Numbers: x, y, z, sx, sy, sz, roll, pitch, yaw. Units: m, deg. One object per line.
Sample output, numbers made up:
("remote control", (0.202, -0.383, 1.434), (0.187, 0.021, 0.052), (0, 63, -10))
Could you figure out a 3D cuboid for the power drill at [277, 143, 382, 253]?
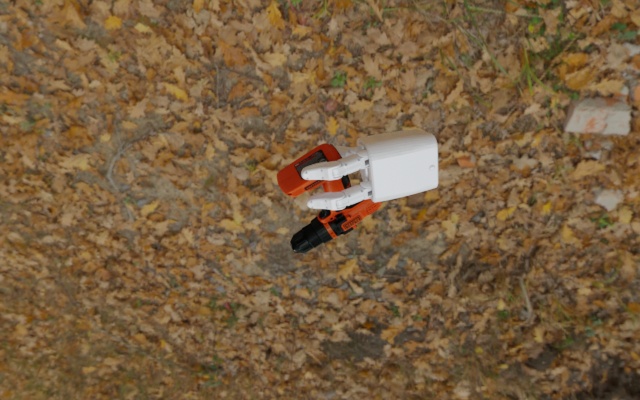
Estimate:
("power drill", (0.000, 0.002, 0.806), (0.184, 0.057, 0.188), (-34, -38, 2))
